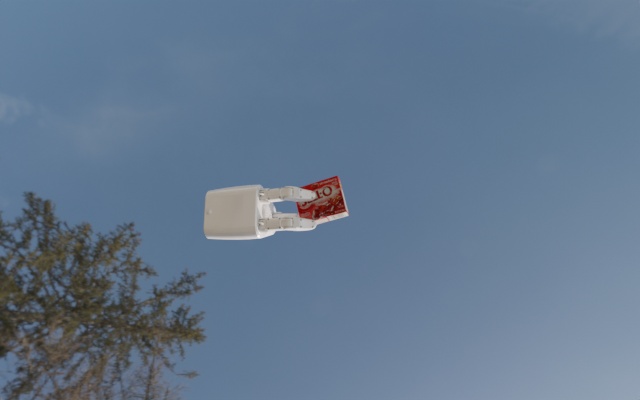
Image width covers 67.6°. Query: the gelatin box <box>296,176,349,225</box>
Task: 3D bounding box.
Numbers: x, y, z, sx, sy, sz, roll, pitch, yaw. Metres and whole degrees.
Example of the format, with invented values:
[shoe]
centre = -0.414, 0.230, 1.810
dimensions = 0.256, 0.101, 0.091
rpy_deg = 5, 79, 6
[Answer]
[gelatin box]
centre = 0.001, 0.003, 0.882
dimensions = 0.089, 0.073, 0.030
rpy_deg = -16, -21, 9
